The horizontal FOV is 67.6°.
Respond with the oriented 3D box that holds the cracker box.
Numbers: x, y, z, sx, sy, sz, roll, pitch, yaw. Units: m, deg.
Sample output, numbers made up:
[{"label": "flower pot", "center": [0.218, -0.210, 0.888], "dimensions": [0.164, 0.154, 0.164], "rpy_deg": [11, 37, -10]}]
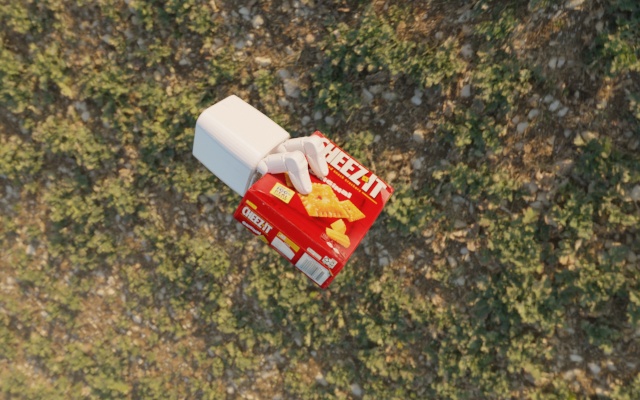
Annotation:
[{"label": "cracker box", "center": [0.000, 0.003, 0.713], "dimensions": [0.072, 0.164, 0.213], "rpy_deg": [-54, -4, 41]}]
